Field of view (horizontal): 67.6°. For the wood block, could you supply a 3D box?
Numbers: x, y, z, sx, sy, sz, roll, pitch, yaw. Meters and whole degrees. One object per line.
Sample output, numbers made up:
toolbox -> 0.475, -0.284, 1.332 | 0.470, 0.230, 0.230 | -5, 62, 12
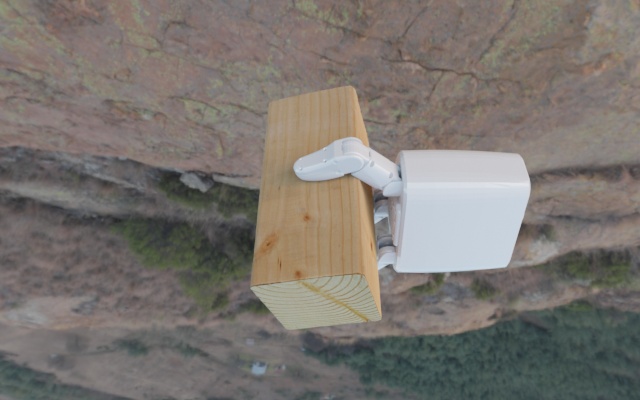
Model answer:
wood block -> 0.000, 0.001, 0.446 | 0.090, 0.206, 0.091 | -9, -37, 12
